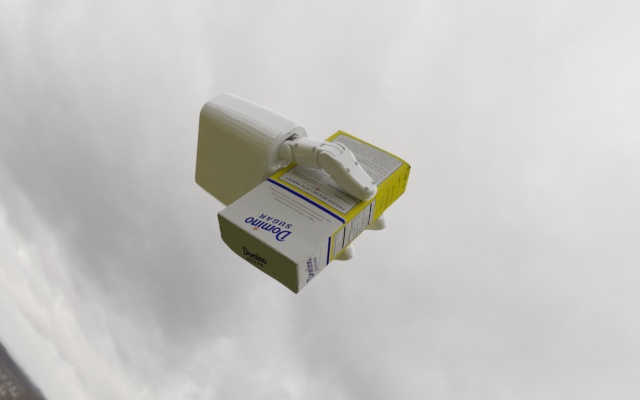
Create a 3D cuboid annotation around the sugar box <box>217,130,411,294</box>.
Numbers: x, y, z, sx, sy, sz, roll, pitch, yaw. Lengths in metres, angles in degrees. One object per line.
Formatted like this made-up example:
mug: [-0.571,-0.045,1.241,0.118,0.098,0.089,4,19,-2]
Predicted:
sugar box: [0.000,0.002,0.451,0.093,0.048,0.176,29,50,27]
